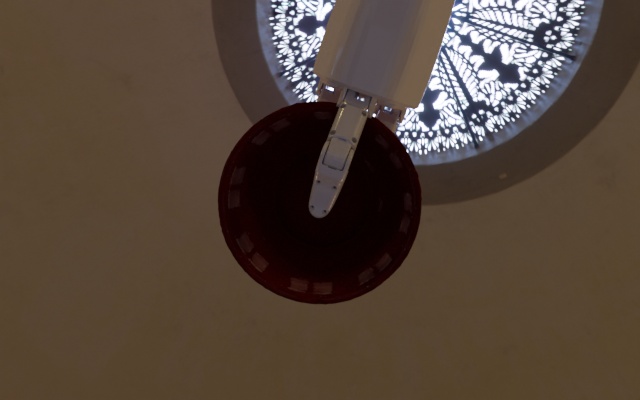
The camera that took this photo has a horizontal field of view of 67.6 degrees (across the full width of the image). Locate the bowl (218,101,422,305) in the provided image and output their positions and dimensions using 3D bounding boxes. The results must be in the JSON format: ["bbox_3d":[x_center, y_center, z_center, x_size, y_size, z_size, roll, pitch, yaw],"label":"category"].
[{"bbox_3d":[-0.001,0.002,0.401,0.162,0.162,0.055,0,5,4],"label":"bowl"}]
